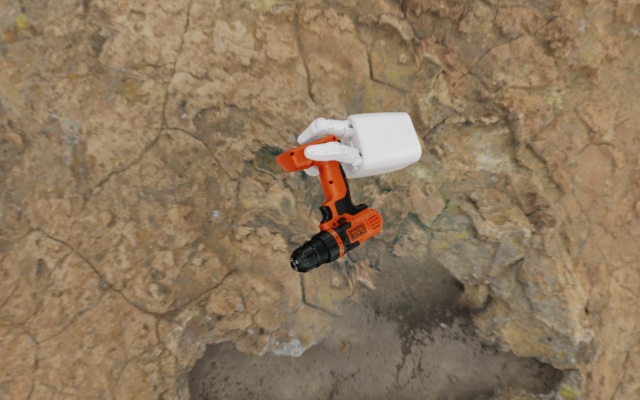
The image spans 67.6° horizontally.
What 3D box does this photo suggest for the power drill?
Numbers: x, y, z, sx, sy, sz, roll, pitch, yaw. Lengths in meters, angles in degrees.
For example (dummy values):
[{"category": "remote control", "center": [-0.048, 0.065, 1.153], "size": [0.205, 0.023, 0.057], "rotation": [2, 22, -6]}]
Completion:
[{"category": "power drill", "center": [0.000, 0.002, 0.762], "size": [0.184, 0.187, 0.057], "rotation": [-26, 6, -35]}]
